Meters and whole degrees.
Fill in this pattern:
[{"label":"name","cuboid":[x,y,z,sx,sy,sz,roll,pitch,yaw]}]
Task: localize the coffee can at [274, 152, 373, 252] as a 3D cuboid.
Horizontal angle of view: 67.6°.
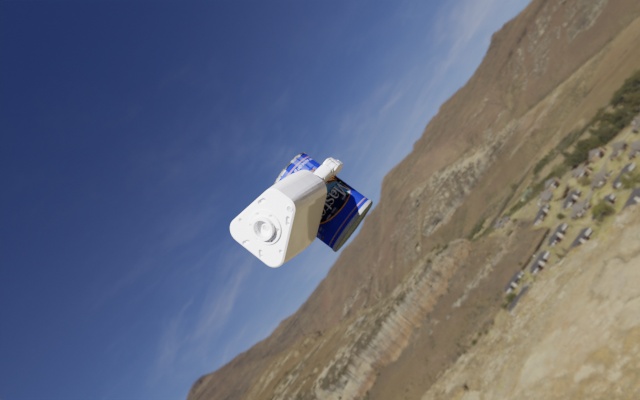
[{"label":"coffee can","cuboid":[0.000,0.003,0.787,0.140,0.103,0.103,37,7,10]}]
